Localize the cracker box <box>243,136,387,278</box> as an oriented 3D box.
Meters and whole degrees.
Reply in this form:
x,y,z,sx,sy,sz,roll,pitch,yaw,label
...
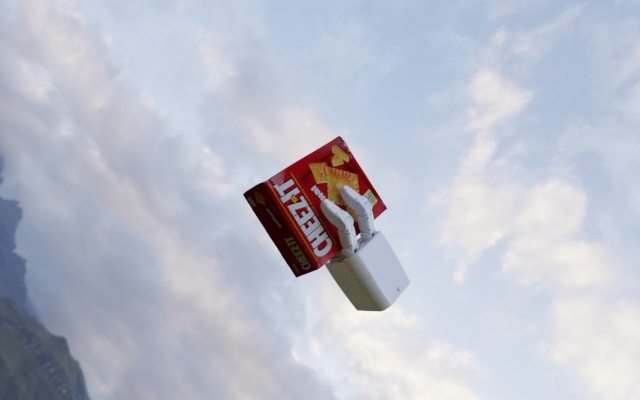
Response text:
x,y,z,sx,sy,sz,roll,pitch,yaw,label
0.000,0.003,0.817,0.072,0.164,0.213,-28,6,47,cracker box
